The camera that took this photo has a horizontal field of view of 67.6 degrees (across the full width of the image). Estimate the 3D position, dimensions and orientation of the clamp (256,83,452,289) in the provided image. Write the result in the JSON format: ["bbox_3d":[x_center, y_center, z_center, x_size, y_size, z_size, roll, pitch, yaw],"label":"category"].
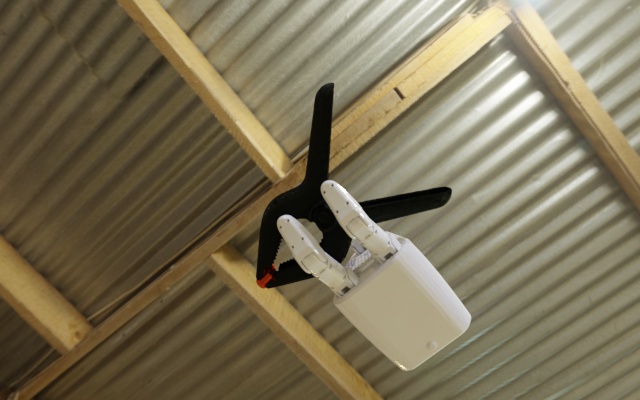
[{"bbox_3d":[0.000,0.002,0.478,0.210,0.164,0.036,-41,6,12],"label":"clamp"}]
